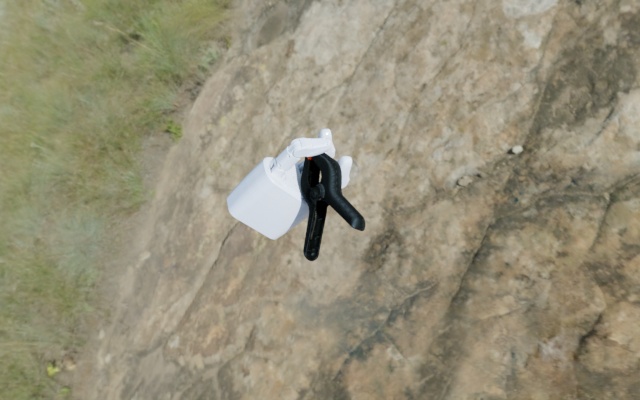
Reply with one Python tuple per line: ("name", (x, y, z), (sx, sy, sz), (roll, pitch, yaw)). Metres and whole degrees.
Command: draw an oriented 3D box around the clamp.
("clamp", (0.000, 0.002, 0.711), (0.039, 0.171, 0.120), (21, -50, -42))
